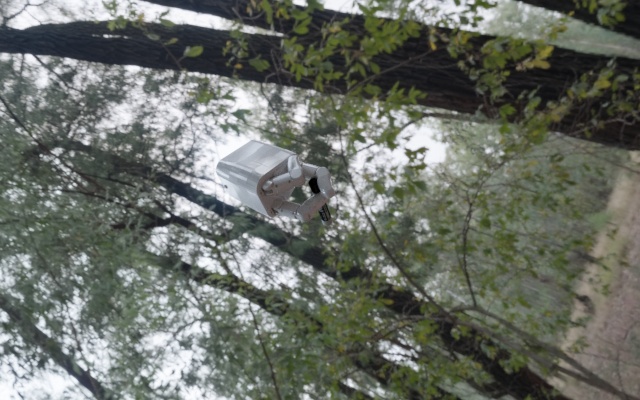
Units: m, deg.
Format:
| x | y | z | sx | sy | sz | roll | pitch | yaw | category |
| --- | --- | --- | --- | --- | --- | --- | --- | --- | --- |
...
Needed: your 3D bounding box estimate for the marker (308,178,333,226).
| x | y | z | sx | sy | sz | roll | pitch | yaw | category |
| --- | --- | --- | --- | --- | --- | --- | --- | --- | --- |
| 0.000 | 0.003 | 0.841 | 0.020 | 0.020 | 0.121 | 0 | -38 | 16 | marker |
